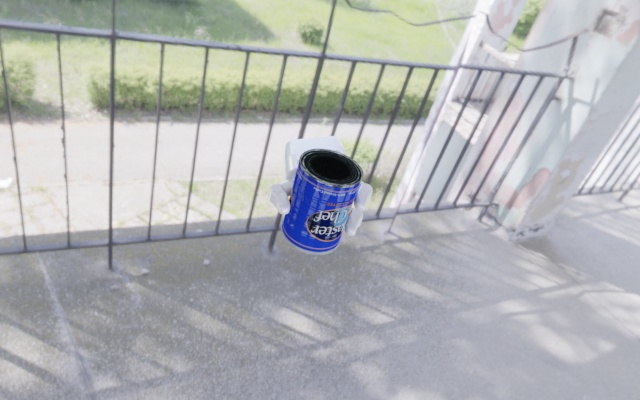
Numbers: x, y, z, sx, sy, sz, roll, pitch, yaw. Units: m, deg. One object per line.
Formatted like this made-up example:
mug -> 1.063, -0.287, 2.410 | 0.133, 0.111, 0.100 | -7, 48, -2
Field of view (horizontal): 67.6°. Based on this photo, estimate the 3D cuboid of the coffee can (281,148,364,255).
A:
coffee can -> 0.000, 0.003, 0.769 | 0.103, 0.140, 0.102 | 12, 35, -8
